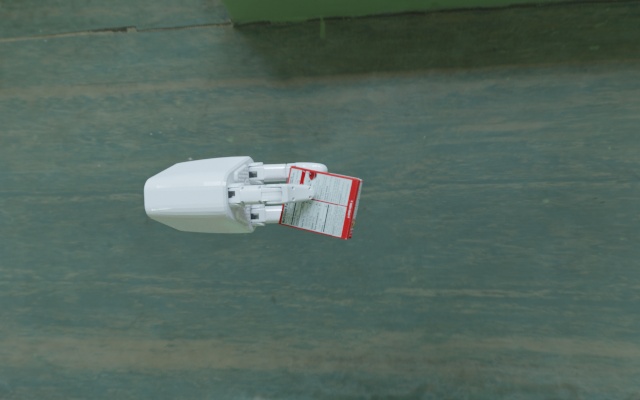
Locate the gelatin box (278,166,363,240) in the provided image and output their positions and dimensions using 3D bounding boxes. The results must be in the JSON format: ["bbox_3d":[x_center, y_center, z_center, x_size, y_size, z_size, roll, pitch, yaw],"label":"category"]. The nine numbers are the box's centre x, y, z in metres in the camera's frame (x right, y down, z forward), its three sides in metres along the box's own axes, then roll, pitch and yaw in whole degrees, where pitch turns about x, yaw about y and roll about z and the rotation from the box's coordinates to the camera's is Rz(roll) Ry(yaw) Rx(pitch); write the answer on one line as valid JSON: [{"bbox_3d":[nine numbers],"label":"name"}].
[{"bbox_3d":[0.000,0.002,0.575,0.089,0.073,0.030,12,3,15],"label":"gelatin box"}]
